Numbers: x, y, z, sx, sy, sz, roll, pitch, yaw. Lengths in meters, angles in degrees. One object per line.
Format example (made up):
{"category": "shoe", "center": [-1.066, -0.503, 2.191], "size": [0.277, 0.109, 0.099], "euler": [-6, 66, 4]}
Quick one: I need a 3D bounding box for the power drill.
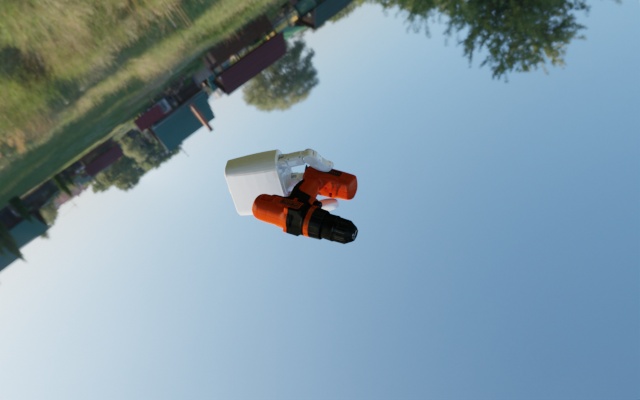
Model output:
{"category": "power drill", "center": [0.000, 0.003, 0.835], "size": [0.184, 0.057, 0.187], "euler": [17, 29, 17]}
